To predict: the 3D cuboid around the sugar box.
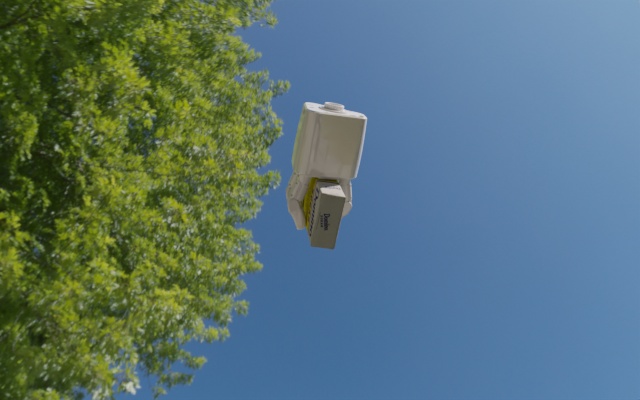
[{"bbox_3d":[0.000,0.002,0.816,0.048,0.093,0.176,9,19,-9],"label":"sugar box"}]
